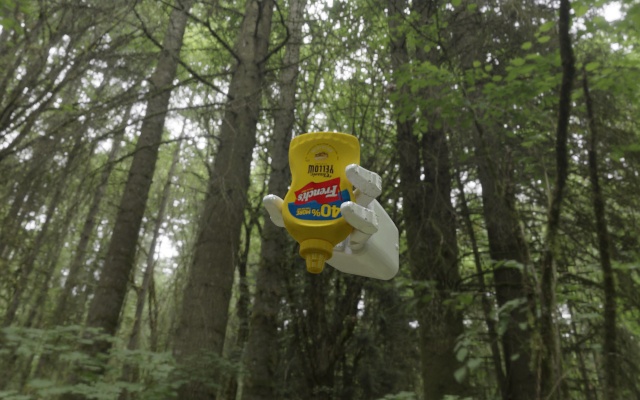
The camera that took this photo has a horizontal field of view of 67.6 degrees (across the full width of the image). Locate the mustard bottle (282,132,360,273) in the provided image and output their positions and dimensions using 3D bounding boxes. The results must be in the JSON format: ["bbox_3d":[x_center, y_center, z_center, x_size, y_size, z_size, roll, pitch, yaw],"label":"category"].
[{"bbox_3d":[0.000,0.002,0.617,0.096,0.191,0.058,1,-30,6],"label":"mustard bottle"}]
